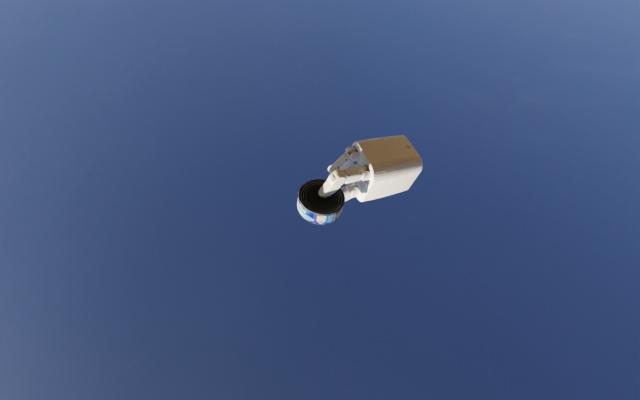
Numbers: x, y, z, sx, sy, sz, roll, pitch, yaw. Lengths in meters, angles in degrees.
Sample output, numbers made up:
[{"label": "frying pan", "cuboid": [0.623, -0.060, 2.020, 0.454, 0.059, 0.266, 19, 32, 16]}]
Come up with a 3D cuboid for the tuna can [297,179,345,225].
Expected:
[{"label": "tuna can", "cuboid": [0.000, 0.003, 0.875, 0.086, 0.086, 0.034, 0, -41, -10]}]
